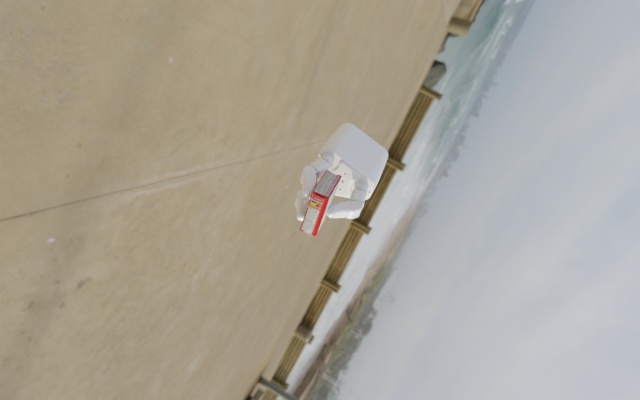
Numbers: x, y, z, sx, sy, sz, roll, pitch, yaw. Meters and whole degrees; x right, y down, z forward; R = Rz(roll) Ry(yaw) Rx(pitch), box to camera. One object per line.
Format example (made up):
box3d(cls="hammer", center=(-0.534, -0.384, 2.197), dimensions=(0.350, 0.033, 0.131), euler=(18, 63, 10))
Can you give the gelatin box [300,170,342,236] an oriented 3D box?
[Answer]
box3d(cls="gelatin box", center=(0.000, 0.003, 0.753), dimensions=(0.030, 0.073, 0.089), euler=(22, 30, 4))
